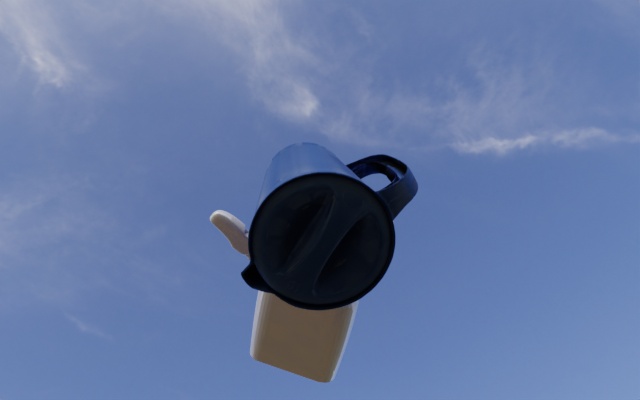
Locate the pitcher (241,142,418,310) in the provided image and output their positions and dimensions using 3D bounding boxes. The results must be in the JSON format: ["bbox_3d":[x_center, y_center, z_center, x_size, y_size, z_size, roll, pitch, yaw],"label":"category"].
[{"bbox_3d":[0.000,0.002,0.534,0.149,0.145,0.242,11,16,-9],"label":"pitcher"}]
